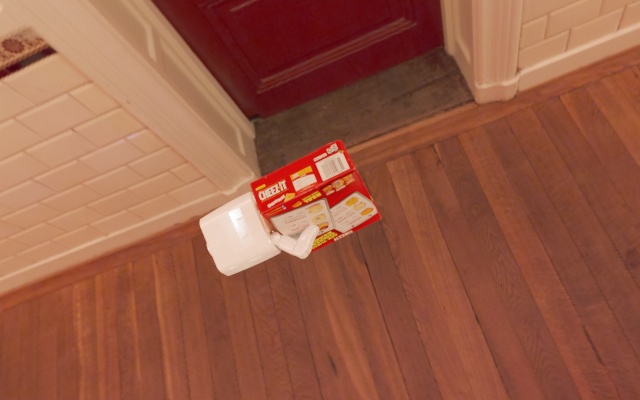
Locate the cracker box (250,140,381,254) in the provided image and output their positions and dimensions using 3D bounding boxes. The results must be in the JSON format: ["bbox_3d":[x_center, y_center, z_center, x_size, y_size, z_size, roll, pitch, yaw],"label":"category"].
[{"bbox_3d":[0.000,0.003,0.824,0.164,0.072,0.214,-26,-28,6],"label":"cracker box"}]
